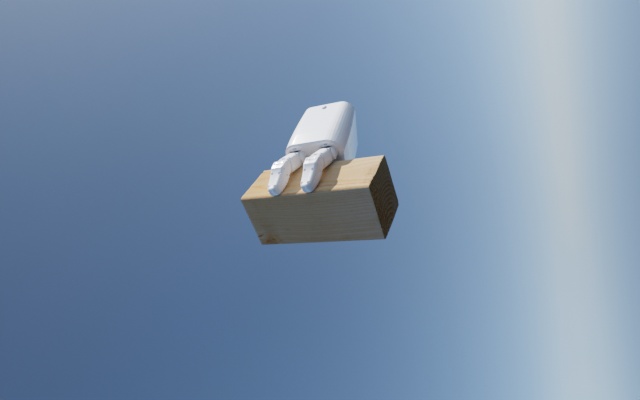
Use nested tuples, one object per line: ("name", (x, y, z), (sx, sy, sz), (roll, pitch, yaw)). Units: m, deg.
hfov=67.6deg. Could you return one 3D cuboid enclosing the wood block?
("wood block", (0.000, 0.002, 0.718), (0.206, 0.091, 0.090), (-5, 32, 27))
